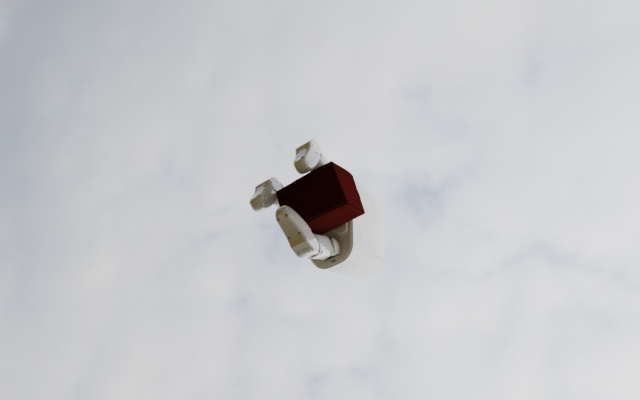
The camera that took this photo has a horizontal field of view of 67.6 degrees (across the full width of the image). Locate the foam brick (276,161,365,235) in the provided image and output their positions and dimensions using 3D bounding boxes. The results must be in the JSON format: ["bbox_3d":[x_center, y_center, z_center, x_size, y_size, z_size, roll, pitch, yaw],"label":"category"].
[{"bbox_3d":[0.000,0.002,0.525,0.078,0.053,0.051,-27,-26,22],"label":"foam brick"}]
